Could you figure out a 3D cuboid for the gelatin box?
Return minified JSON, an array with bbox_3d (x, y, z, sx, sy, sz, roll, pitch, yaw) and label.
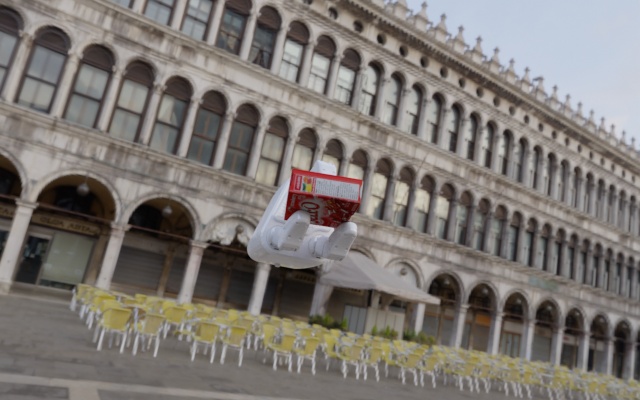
[{"bbox_3d":[0.000,0.001,0.511,0.073,0.030,0.089,10,-23,-5],"label":"gelatin box"}]
